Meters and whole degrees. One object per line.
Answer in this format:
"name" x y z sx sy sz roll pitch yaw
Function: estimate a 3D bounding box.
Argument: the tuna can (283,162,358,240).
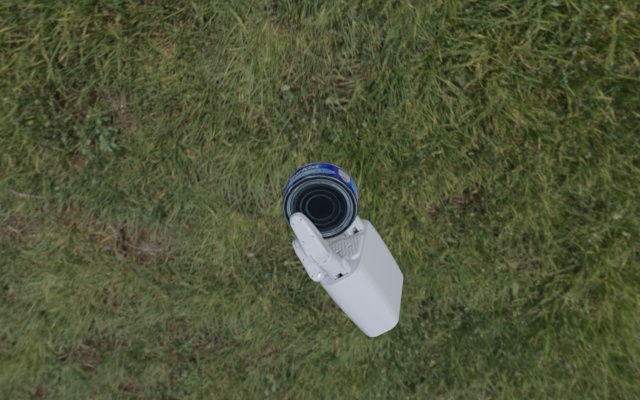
"tuna can" 0.000 0.002 0.543 0.086 0.086 0.033 0 28 2
